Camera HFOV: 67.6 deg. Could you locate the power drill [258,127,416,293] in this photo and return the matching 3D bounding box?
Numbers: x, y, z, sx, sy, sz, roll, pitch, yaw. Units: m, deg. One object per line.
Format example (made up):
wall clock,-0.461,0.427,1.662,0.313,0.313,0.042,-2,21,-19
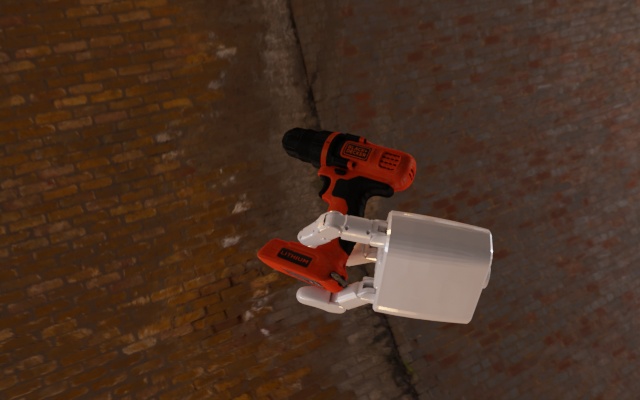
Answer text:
power drill,0.000,0.002,0.577,0.184,0.187,0.057,18,-16,29
